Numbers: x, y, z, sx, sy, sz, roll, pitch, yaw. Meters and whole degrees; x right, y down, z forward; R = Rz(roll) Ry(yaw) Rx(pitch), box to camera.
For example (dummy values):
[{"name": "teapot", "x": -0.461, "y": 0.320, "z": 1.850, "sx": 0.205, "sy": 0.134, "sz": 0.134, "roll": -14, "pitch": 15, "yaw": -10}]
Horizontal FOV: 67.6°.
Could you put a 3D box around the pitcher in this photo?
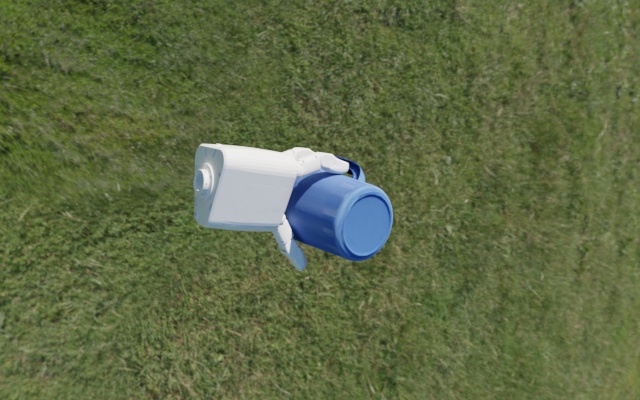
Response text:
[{"name": "pitcher", "x": 0.000, "y": 0.002, "z": 0.743, "sx": 0.145, "sy": 0.149, "sz": 0.243, "roll": 7, "pitch": 7, "yaw": -38}]
